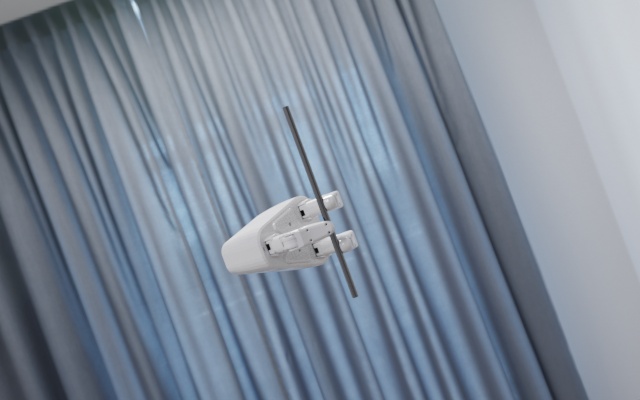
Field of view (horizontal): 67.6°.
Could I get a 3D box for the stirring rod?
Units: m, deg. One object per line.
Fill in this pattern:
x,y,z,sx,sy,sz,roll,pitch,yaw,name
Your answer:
0.000,0.002,0.568,0.011,0.239,0.011,-20,0,0,stirring rod
